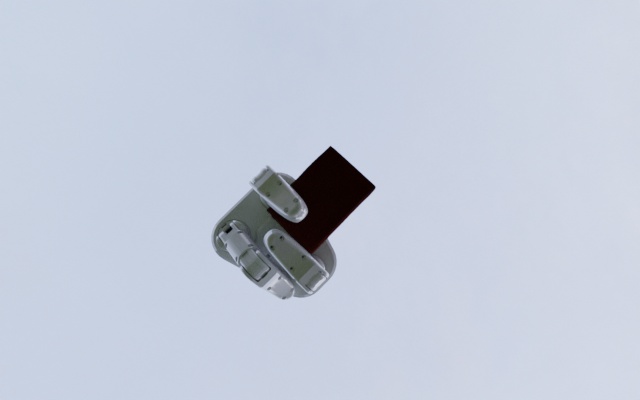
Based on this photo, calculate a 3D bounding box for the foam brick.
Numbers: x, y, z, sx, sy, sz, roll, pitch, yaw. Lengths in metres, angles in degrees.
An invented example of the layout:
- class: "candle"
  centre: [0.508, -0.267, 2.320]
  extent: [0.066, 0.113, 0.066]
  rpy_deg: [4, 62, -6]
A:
- class: "foam brick"
  centre: [0.000, 0.001, 0.409]
  extent: [0.078, 0.053, 0.051]
  rpy_deg: [-45, -5, -4]
